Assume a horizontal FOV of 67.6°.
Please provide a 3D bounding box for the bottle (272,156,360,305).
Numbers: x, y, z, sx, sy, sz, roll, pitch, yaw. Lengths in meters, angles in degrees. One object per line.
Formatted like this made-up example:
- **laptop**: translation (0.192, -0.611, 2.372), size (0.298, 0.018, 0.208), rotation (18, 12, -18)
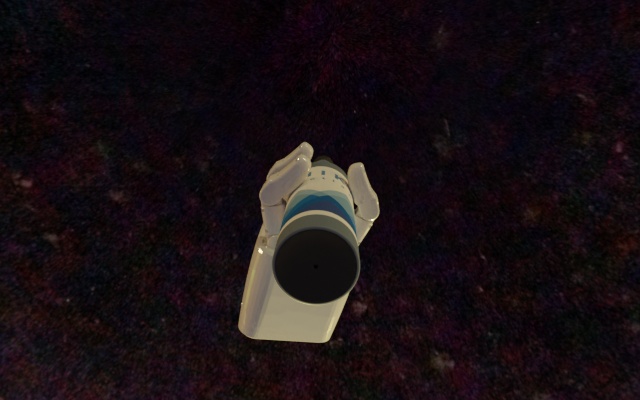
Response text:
- **bottle**: translation (0.000, 0.002, 0.495), size (0.069, 0.069, 0.295), rotation (0, 19, 1)
